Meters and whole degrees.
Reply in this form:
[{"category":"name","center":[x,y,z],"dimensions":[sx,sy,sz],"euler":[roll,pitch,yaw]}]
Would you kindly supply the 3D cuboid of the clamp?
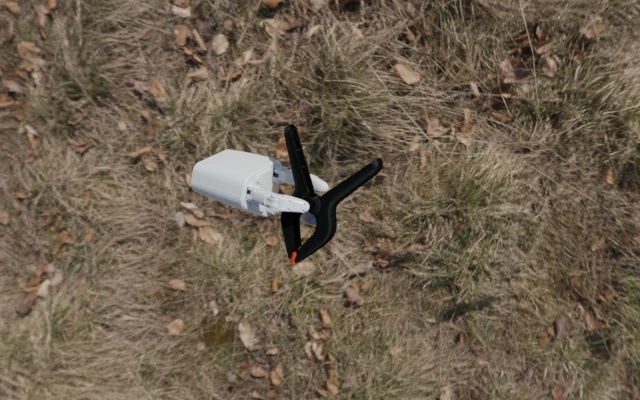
[{"category":"clamp","center":[-0.001,0.003,0.726],"dimensions":[0.164,0.210,0.036],"euler":[17,12,24]}]
